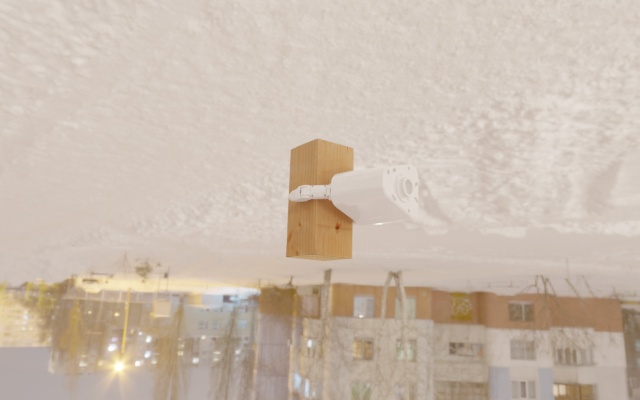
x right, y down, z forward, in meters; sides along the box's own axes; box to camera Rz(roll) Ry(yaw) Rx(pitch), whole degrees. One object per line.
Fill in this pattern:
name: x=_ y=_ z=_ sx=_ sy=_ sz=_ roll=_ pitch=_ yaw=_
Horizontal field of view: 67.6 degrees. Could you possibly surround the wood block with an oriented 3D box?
wood block: x=0.000 y=0.003 z=0.880 sx=0.091 sy=0.206 sz=0.090 roll=11 pitch=-15 yaw=-36
